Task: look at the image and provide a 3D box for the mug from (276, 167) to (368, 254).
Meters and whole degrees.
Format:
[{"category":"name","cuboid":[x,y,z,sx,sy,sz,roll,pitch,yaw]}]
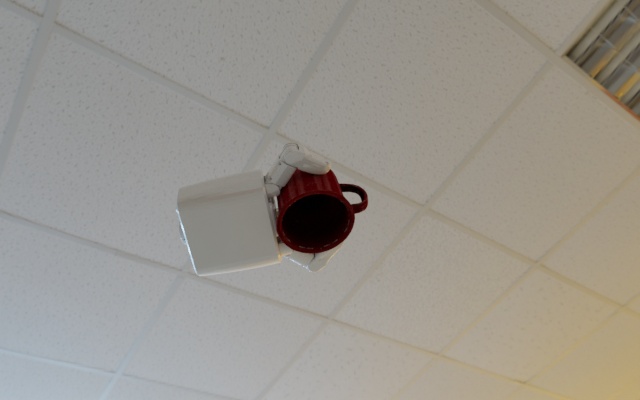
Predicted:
[{"category":"mug","cuboid":[0.001,0.001,0.590,0.117,0.093,0.081,-11,36,-4]}]
